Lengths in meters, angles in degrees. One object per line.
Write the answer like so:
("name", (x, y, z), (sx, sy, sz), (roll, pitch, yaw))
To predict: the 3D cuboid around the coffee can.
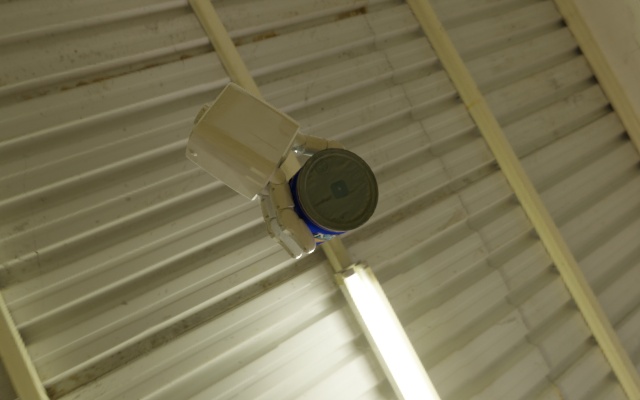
("coffee can", (0.000, 0.002, 0.630), (0.103, 0.102, 0.140), (0, -14, -20))
